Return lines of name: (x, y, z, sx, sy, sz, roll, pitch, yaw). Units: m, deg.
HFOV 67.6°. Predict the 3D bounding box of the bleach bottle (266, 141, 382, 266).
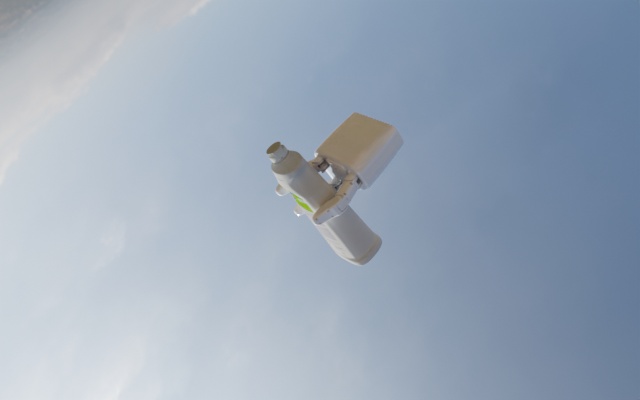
bleach bottle: (0.000, 0.003, 0.796, 0.251, 0.068, 0.102, 50, -17, -31)
